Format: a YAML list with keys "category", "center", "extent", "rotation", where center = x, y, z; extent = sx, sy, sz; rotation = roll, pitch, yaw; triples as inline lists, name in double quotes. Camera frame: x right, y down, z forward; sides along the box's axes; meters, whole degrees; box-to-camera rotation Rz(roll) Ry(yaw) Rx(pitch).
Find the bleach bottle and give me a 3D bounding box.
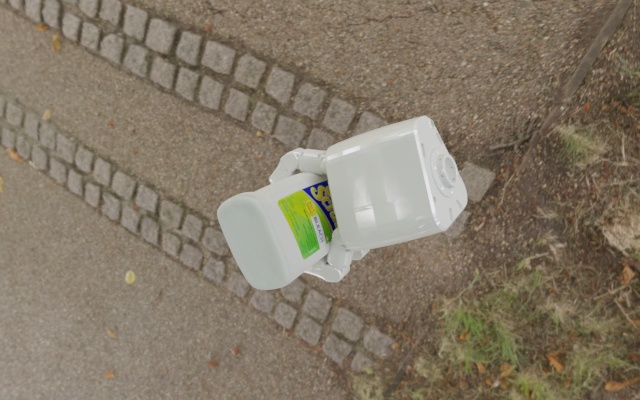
- category: "bleach bottle"
  center: [0.000, 0.002, 0.552]
  extent: [0.068, 0.102, 0.250]
  rotation: [-15, 11, 37]
